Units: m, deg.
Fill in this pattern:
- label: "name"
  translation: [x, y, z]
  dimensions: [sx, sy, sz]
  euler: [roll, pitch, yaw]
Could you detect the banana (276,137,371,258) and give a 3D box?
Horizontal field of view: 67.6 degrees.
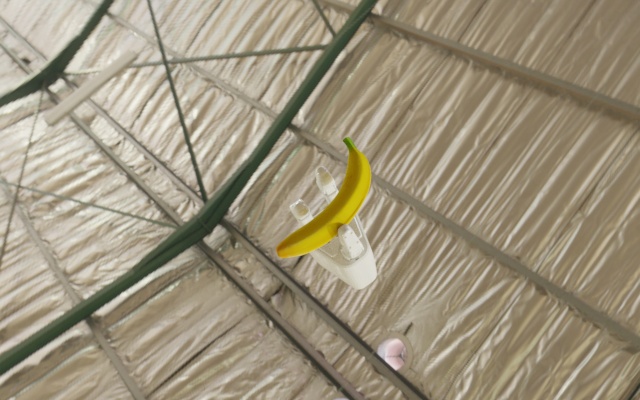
- label: "banana"
  translation: [0.018, 0.006, 0.652]
  dimensions: [0.069, 0.197, 0.037]
  euler: [24, -20, 23]
